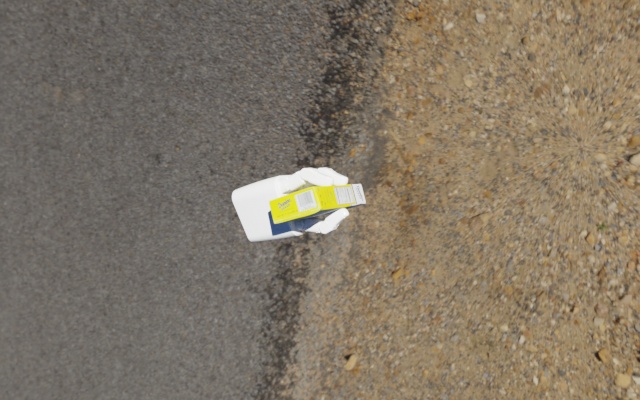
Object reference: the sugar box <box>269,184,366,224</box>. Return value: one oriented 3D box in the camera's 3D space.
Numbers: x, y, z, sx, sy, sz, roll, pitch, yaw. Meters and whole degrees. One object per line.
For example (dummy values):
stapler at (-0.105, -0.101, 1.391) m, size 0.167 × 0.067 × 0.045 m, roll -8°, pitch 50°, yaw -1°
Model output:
sugar box at (0.000, 0.002, 0.832) m, size 0.093 × 0.048 × 0.176 m, roll -16°, pitch -2°, yaw 29°
